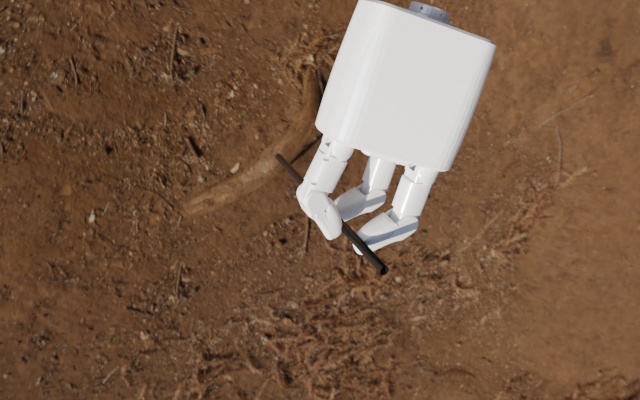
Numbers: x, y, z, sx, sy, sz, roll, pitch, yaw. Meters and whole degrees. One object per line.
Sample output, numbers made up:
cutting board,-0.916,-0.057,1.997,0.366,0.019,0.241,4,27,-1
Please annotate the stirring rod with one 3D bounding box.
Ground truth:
stirring rod,0.000,0.001,0.464,0.011,0.011,0.239,0,26,-27
